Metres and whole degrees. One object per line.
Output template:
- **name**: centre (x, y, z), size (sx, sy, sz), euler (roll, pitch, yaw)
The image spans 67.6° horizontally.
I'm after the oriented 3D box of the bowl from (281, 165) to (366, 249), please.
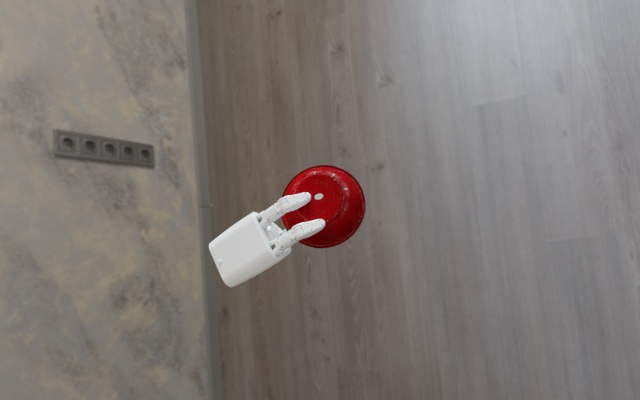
- **bowl**: centre (0.001, 0.002, 0.867), size (0.162, 0.162, 0.055), euler (0, -16, 8)
